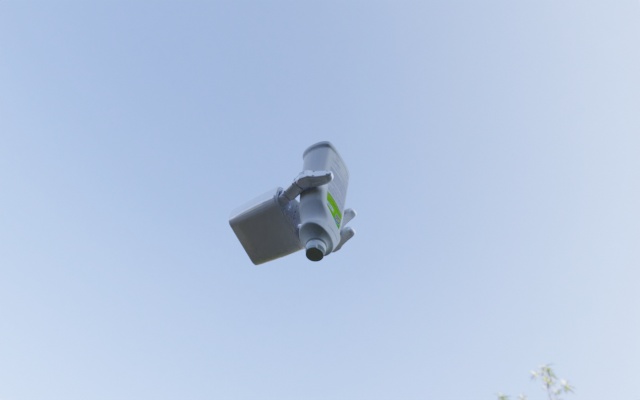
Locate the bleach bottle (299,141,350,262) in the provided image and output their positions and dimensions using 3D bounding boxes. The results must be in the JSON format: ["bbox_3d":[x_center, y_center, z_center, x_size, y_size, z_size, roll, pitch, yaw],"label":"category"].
[{"bbox_3d":[0.000,0.003,0.811,0.068,0.103,0.250,-23,29,22],"label":"bleach bottle"}]
